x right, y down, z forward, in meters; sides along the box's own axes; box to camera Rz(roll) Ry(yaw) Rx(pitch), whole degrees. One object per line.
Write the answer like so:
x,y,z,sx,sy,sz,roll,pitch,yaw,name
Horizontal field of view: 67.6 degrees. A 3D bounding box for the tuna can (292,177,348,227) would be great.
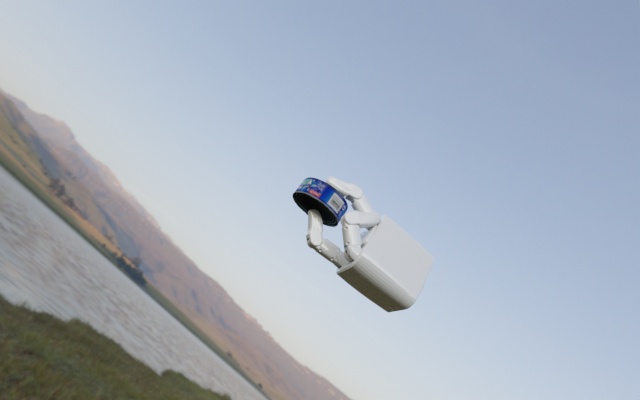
0.000,0.002,0.753,0.086,0.033,0.086,30,-21,13,tuna can
